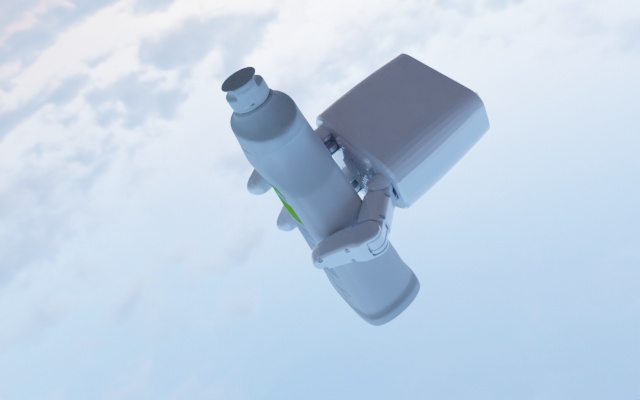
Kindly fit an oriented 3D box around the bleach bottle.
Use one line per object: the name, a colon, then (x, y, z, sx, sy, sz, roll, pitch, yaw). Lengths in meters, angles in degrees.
bleach bottle: (0.000, 0.001, 0.403, 0.068, 0.251, 0.102, -40, 39, -9)
